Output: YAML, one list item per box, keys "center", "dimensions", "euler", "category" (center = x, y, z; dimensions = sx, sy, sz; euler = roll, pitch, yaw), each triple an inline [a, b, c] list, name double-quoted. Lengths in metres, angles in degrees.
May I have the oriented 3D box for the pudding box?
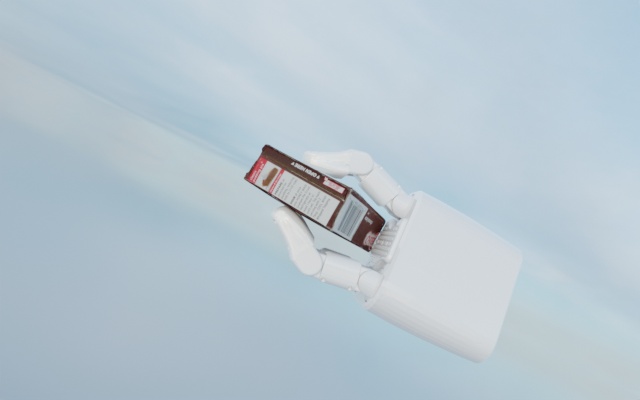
- center: [0.000, 0.001, 0.413]
  dimensions: [0.090, 0.039, 0.113]
  euler: [29, -5, 25]
  category: "pudding box"
